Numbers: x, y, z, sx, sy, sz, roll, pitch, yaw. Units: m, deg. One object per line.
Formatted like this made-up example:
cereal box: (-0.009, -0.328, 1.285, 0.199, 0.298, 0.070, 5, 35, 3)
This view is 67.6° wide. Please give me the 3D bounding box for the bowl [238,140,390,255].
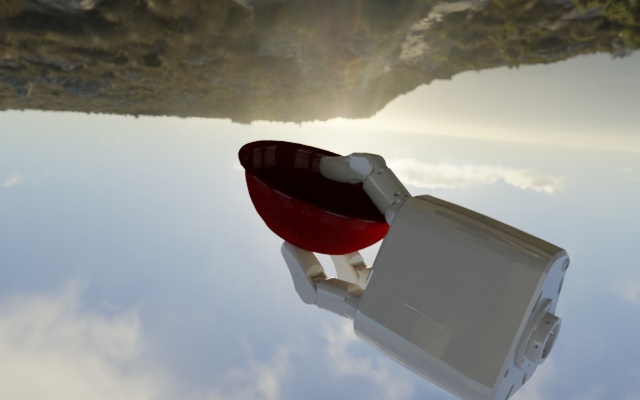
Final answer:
bowl: (-0.001, 0.001, 0.424, 0.162, 0.055, 0.162, 17, 21, -7)
